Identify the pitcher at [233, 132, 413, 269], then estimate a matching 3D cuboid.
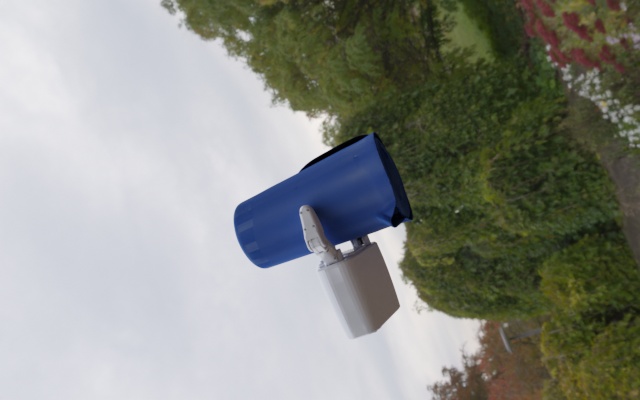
[{"bbox_3d":[0.000,0.002,0.699,0.243,0.145,0.149,-23,-1,16],"label":"pitcher"}]
